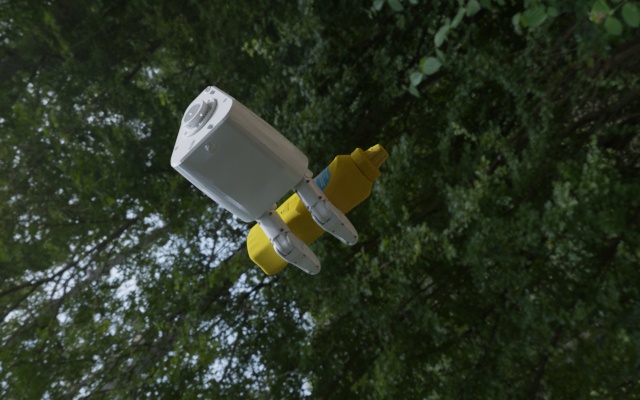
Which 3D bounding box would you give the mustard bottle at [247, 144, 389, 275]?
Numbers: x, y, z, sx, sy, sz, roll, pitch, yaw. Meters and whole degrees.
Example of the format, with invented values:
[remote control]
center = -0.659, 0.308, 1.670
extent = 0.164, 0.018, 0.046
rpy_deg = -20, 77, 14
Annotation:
[mustard bottle]
center = 0.000, 0.002, 0.561
extent = 0.191, 0.058, 0.096
rpy_deg = -40, 13, 14
